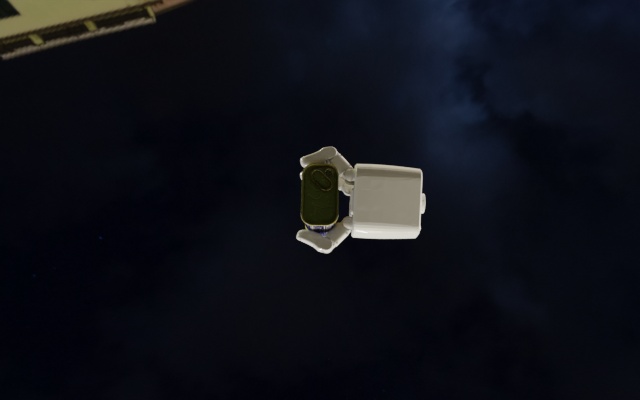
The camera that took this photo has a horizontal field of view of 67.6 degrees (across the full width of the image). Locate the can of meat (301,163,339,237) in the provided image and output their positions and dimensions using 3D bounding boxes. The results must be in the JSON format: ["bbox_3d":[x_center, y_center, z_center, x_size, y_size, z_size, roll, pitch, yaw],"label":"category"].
[{"bbox_3d":[0.000,0.003,0.772,0.057,0.102,0.084,0,-18,1],"label":"can of meat"}]
